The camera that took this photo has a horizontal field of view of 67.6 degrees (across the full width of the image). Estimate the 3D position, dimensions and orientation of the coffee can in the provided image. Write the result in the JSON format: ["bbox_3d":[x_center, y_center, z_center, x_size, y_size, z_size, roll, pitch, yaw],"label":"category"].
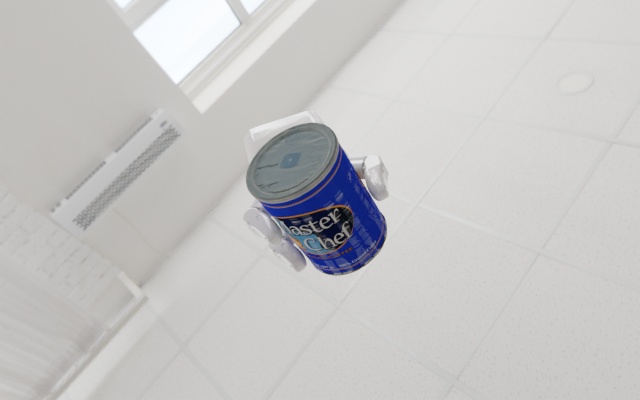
[{"bbox_3d":[0.000,0.002,0.517,0.103,0.102,0.140,0,-38,34],"label":"coffee can"}]
